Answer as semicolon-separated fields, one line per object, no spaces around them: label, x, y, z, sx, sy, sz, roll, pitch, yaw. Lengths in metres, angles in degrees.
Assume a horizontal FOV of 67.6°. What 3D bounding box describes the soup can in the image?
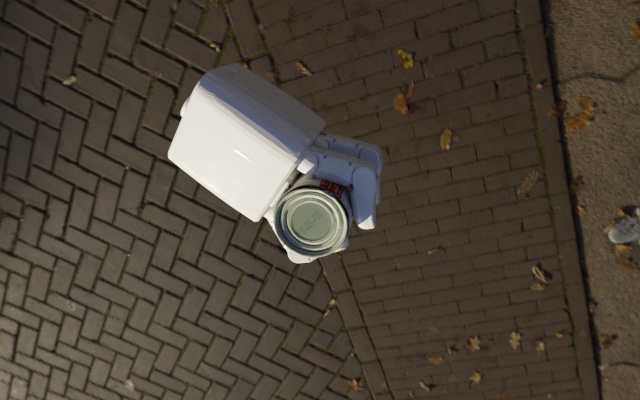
soup can;0.000;0.002;0.449;0.068;0.068;0.102;0;21;10
